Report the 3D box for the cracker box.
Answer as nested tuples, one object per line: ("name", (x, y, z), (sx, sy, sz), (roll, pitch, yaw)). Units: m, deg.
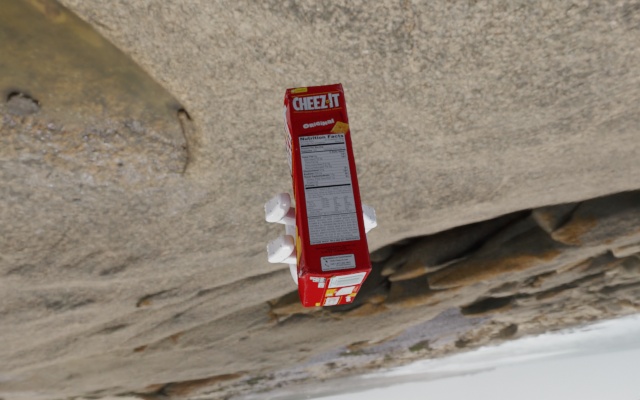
("cracker box", (0.000, 0.002, 0.554), (0.072, 0.213, 0.164), (-5, -22, -5))
